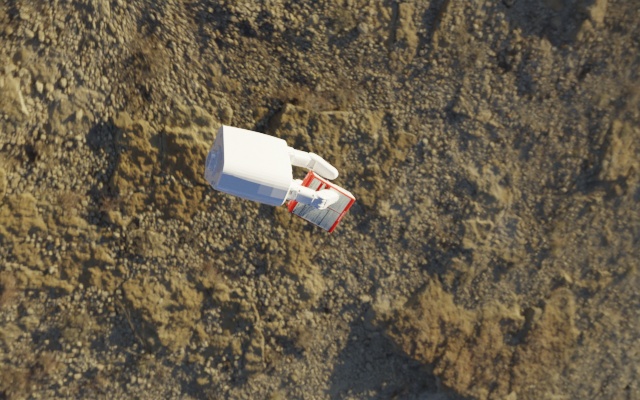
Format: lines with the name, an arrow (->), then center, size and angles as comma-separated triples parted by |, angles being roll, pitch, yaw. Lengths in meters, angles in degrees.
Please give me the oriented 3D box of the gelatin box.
gelatin box -> 0.001, 0.003, 0.789 | 0.089, 0.073, 0.030 | 29, 14, -25
